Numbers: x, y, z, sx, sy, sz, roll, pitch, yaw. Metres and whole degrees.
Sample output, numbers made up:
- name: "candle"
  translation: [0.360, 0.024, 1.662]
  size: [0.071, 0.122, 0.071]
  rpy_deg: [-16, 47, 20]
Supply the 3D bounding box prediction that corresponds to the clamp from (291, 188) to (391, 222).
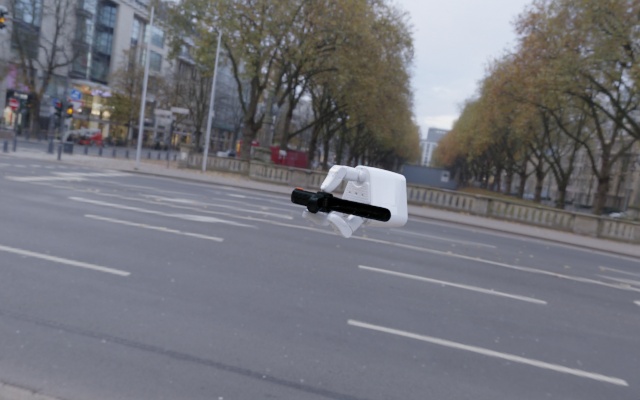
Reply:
- name: "clamp"
  translation: [0.000, 0.002, 0.858]
  size: [0.164, 0.036, 0.210]
  rpy_deg: [8, 4, -39]
